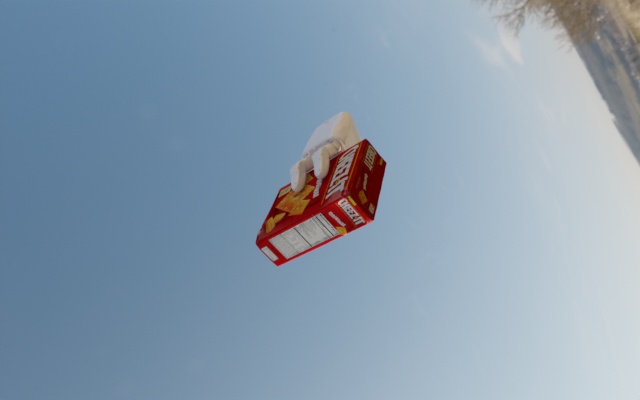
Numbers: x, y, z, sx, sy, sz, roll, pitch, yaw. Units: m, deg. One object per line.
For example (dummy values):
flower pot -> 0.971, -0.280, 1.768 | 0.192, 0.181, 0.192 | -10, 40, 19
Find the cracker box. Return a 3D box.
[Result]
cracker box -> 0.000, 0.003, 0.823 | 0.214, 0.072, 0.164 | -29, 25, 33
